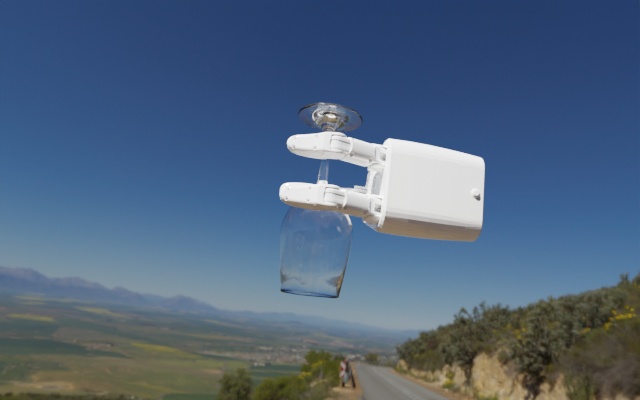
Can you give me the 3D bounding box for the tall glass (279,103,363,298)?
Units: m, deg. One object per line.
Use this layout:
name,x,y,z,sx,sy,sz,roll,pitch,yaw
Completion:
tall glass,0.000,0.001,0.519,0.079,0.201,0.079,7,-14,2
